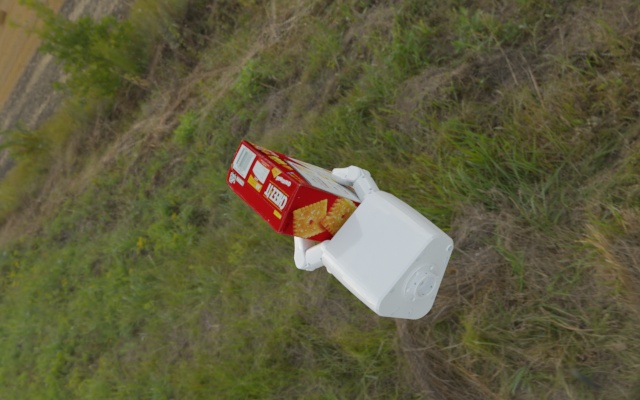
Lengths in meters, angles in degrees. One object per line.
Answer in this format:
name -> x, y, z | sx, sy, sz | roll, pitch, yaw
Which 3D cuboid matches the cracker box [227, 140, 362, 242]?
cracker box -> 0.000, 0.002, 0.653 | 0.214, 0.072, 0.164 | 17, 13, -40
